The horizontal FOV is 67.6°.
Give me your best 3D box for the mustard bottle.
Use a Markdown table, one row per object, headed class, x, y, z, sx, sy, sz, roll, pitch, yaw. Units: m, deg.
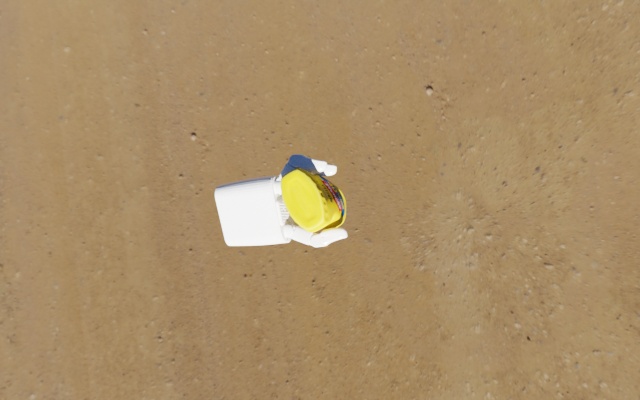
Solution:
| class | x | y | z | sx | sy | sz | roll | pitch | yaw |
| --- | --- | --- | --- | --- | --- | --- | --- | --- | --- |
| mustard bottle | 0.000 | 0.002 | 0.788 | 0.058 | 0.096 | 0.191 | -31 | -11 | 13 |
